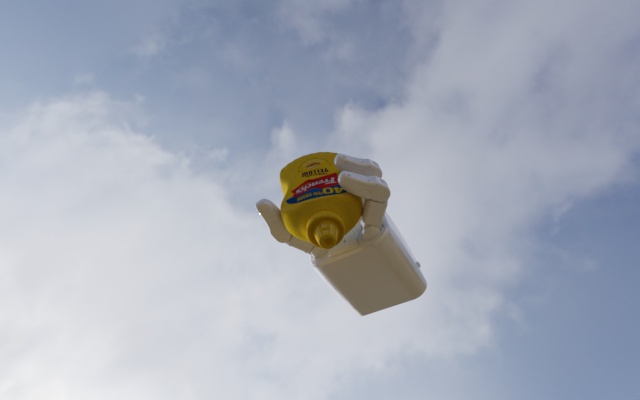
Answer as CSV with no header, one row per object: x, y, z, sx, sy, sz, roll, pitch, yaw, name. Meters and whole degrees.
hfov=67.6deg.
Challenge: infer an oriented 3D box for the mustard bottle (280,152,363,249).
0.000,0.001,0.572,0.096,0.058,0.191,-11,27,0,mustard bottle
